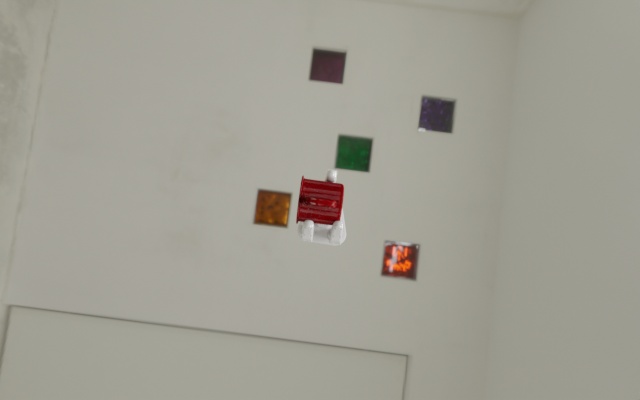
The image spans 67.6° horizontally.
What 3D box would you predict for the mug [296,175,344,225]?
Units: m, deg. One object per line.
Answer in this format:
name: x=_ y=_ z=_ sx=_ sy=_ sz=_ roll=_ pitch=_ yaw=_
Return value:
mug: x=0.000 y=0.003 z=0.894 sx=0.081 sy=0.093 sz=0.117 roll=7 pitch=-3 yaw=0
